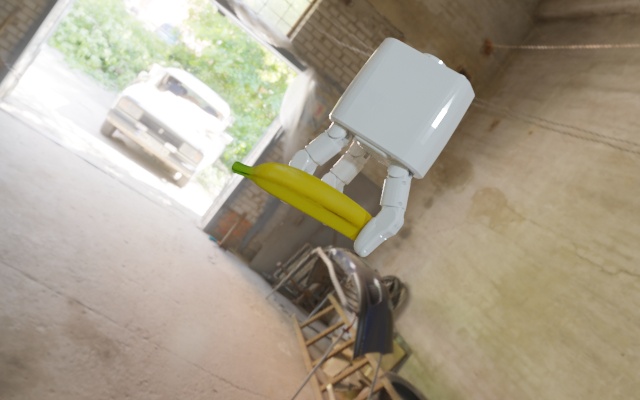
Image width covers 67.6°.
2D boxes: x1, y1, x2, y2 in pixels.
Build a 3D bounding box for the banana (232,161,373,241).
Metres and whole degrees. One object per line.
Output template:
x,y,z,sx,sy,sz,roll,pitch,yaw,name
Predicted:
0.007,0.005,0.492,0.198,0.037,0.069,31,-1,-33,banana
